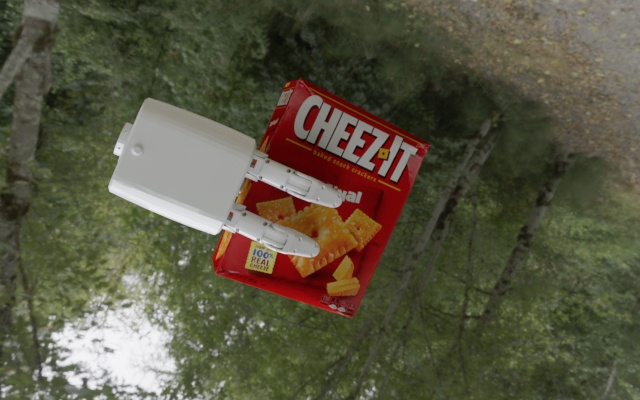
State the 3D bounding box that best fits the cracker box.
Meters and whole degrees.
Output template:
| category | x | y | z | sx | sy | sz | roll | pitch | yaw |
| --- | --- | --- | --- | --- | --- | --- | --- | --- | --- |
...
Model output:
| category | x | y | z | sx | sy | sz | roll | pitch | yaw |
| --- | --- | --- | --- | --- | --- | --- | --- | --- | --- |
| cracker box | 0.000 | 0.002 | 0.519 | 0.164 | 0.214 | 0.072 | 23 | 3 | -18 |
